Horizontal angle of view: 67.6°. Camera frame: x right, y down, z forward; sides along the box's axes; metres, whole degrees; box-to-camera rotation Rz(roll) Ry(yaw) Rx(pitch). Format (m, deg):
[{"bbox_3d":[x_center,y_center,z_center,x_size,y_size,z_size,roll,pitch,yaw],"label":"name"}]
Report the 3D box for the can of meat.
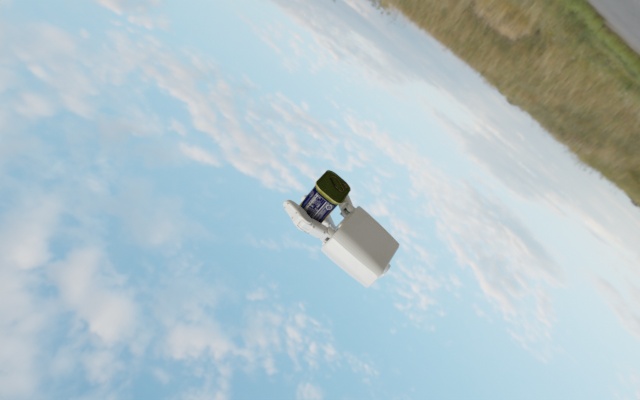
[{"bbox_3d":[0.000,0.003,0.850,0.057,0.084,0.102,40,26,0],"label":"can of meat"}]
